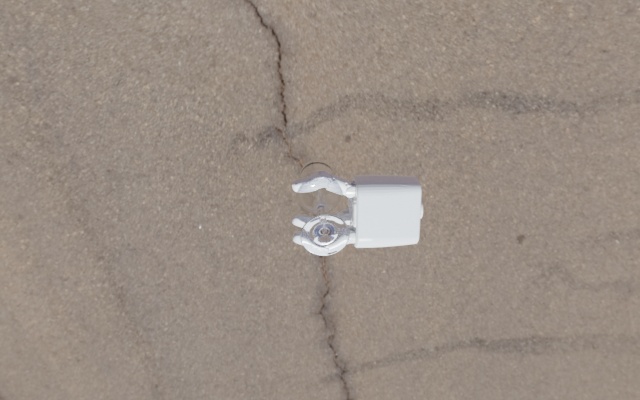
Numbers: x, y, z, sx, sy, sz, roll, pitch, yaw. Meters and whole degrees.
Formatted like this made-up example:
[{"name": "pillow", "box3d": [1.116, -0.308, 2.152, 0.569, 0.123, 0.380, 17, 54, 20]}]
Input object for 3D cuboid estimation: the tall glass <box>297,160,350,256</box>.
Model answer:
[{"name": "tall glass", "box3d": [0.000, 0.003, 0.796, 0.079, 0.079, 0.201, 0, 31, -5]}]
